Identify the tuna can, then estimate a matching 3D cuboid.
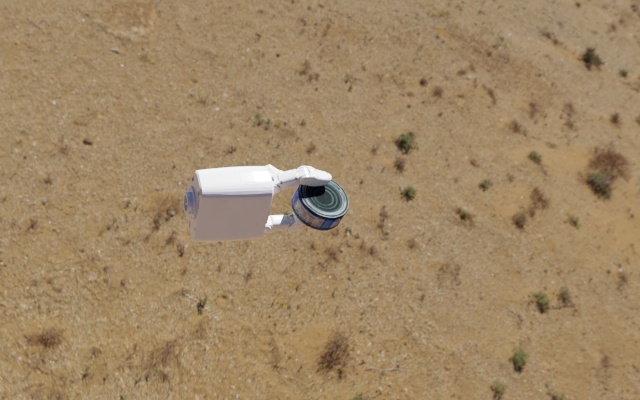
[{"bbox_3d":[0.000,0.002,0.742,0.086,0.086,0.034,0,-37,-29],"label":"tuna can"}]
